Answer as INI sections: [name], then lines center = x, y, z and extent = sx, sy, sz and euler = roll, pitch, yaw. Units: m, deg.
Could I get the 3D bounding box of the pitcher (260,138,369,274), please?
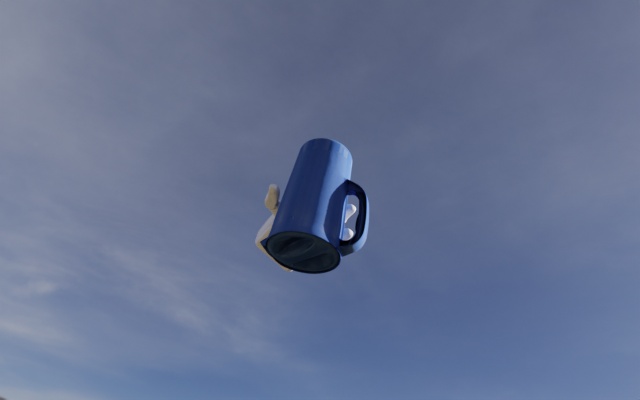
[pitcher]
center = 0.000, 0.003, 0.880
extent = 0.149, 0.242, 0.145
euler = 26, -38, -16
